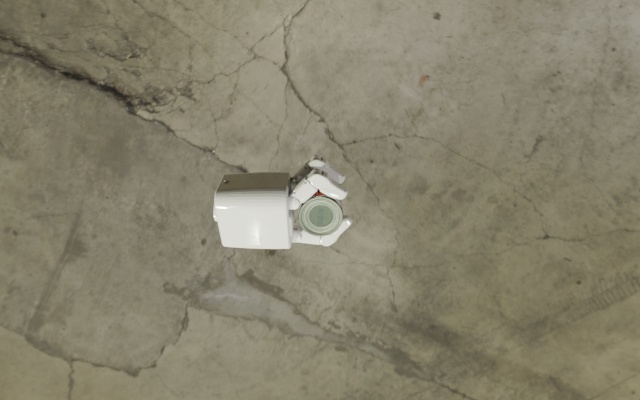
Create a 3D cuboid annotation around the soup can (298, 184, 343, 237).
[{"bbox_3d":[0.001,0.003,0.736,0.068,0.068,0.102,0,25,0],"label":"soup can"}]
